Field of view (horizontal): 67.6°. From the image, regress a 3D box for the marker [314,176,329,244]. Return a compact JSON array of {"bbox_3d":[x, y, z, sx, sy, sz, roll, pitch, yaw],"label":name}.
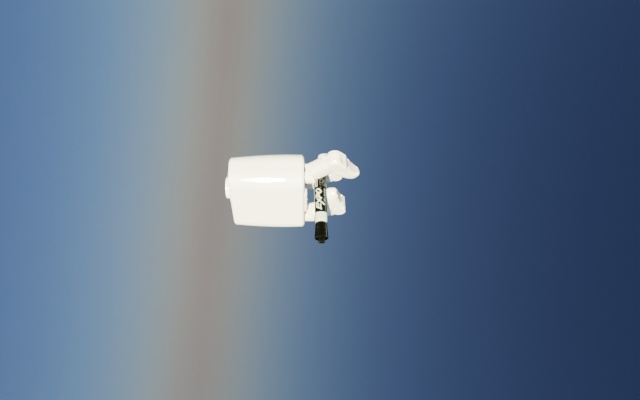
[{"bbox_3d":[0.000,0.002,0.661,0.020,0.121,0.020,-1,-27,-1],"label":"marker"}]
